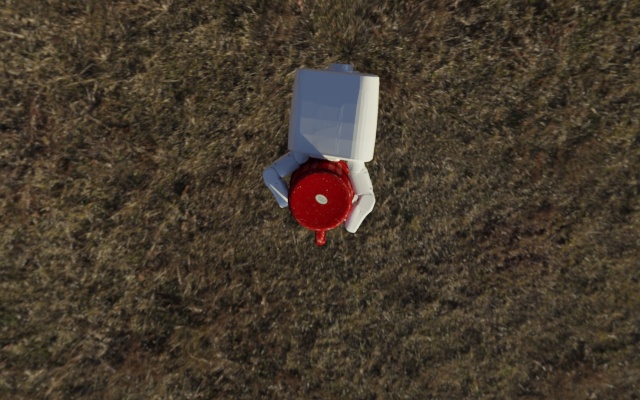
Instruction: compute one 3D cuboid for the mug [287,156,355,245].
[{"bbox_3d":[0.000,0.004,0.630,0.093,0.117,0.081,5,15,2],"label":"mug"}]
